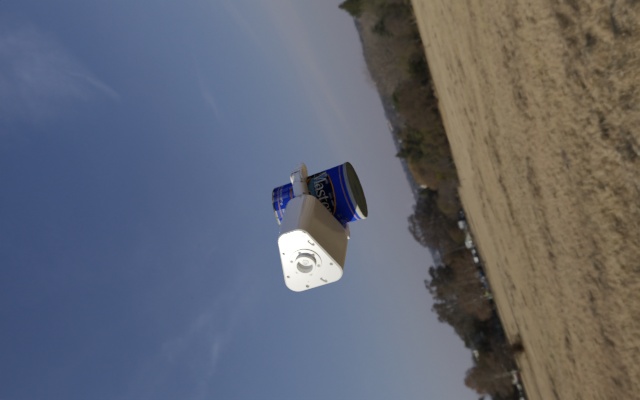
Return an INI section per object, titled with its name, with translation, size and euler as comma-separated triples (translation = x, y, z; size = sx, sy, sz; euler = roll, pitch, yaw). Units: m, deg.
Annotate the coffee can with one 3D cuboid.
[coffee can]
translation = 0.000, 0.003, 0.841
size = 0.140, 0.103, 0.103
euler = -19, -5, 15
